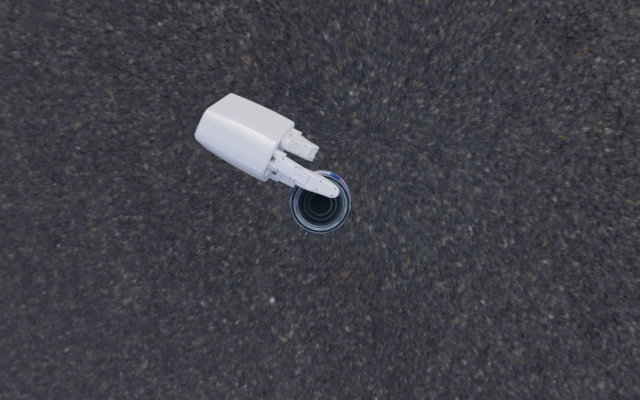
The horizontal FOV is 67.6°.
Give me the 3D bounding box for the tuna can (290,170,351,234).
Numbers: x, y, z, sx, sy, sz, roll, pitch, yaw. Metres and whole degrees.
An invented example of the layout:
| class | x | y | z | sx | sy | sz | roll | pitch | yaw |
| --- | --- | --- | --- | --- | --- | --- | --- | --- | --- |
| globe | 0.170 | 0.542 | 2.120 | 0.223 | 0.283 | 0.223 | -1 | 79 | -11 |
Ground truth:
| class | x | y | z | sx | sy | sz | roll | pitch | yaw |
| --- | --- | --- | --- | --- | --- | --- | --- | --- | --- |
| tuna can | 0.000 | 0.002 | 0.664 | 0.086 | 0.086 | 0.033 | 0 | 11 | 1 |
